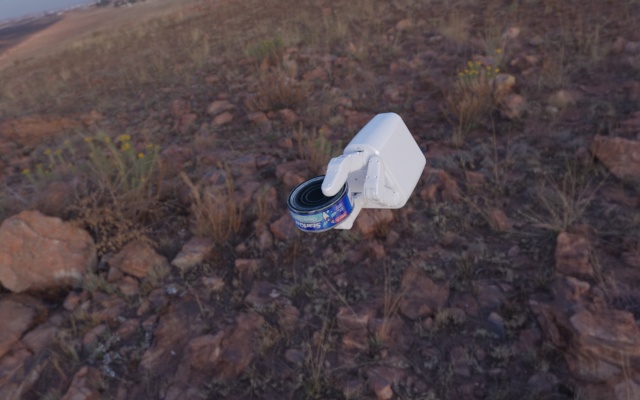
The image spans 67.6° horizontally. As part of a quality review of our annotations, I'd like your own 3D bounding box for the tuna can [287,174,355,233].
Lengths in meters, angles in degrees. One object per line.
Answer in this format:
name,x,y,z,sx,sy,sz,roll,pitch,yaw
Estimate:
tuna can,0.000,0.002,0.633,0.086,0.034,0.086,-15,34,10
